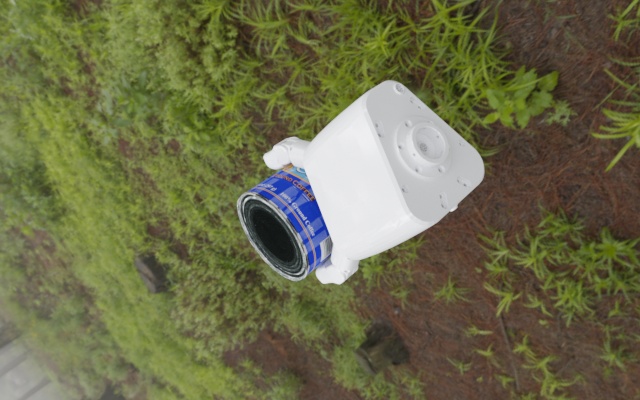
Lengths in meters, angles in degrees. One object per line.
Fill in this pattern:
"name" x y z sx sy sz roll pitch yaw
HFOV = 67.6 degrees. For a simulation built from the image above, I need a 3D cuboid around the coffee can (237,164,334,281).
"coffee can" 0.000 0.002 0.499 0.140 0.103 0.103 -36 20 -30
